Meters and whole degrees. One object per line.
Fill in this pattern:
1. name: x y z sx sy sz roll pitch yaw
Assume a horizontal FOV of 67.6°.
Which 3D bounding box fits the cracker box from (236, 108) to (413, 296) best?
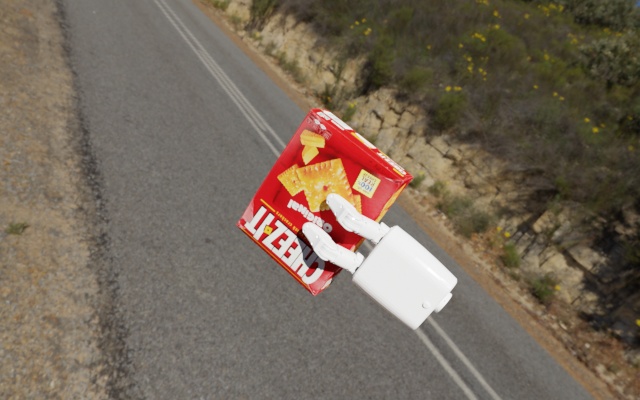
1. cracker box: 0.000 0.002 0.684 0.164 0.214 0.072 40 20 13
